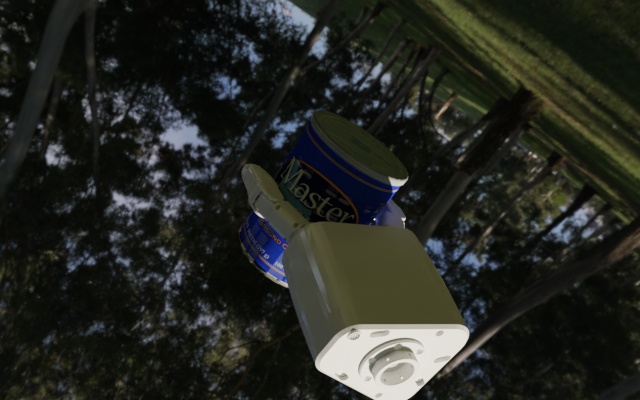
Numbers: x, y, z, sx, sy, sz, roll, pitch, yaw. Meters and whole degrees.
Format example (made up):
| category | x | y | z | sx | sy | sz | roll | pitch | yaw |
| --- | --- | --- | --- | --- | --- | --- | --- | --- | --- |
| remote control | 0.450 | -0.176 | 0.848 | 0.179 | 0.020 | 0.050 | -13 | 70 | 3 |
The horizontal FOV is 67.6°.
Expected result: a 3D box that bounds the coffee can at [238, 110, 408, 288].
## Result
| category | x | y | z | sx | sy | sz | roll | pitch | yaw |
| --- | --- | --- | --- | --- | --- | --- | --- | --- | --- |
| coffee can | 0.000 | 0.001 | 0.454 | 0.103 | 0.140 | 0.102 | 30 | 23 | -14 |
